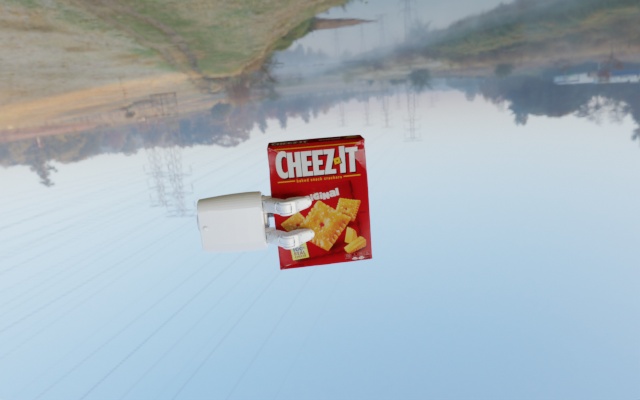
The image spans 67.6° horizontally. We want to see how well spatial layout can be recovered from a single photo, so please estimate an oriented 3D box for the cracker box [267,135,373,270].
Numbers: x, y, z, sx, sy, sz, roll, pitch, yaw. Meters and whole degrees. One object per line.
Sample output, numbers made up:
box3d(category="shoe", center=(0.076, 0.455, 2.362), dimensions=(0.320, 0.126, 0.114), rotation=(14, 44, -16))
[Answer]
box3d(category="cracker box", center=(0.000, 0.003, 0.818), dimensions=(0.164, 0.214, 0.072), rotation=(-6, 13, -3))
